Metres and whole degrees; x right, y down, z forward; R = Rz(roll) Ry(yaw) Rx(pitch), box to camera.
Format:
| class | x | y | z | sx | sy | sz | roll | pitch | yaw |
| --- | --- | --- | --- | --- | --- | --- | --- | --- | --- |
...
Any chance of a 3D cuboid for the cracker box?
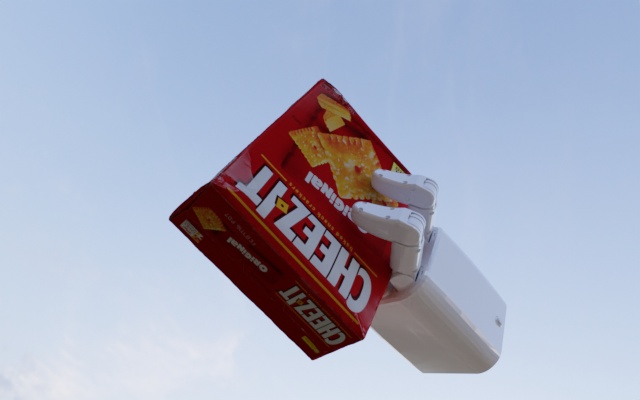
| class | x | y | z | sx | sy | sz | roll | pitch | yaw |
| --- | --- | --- | --- | --- | --- | --- | --- | --- | --- |
| cracker box | 0.000 | 0.001 | 0.430 | 0.072 | 0.164 | 0.213 | -35 | 13 | 39 |
